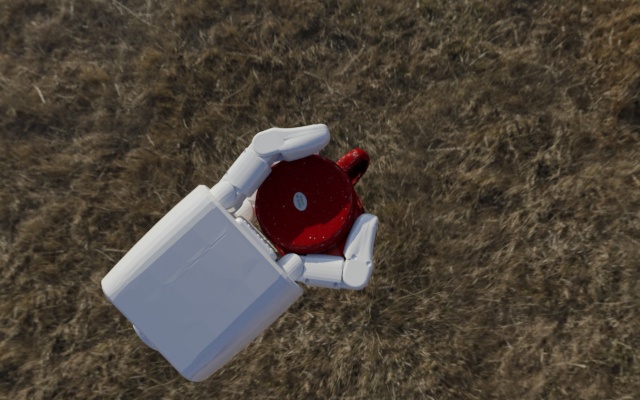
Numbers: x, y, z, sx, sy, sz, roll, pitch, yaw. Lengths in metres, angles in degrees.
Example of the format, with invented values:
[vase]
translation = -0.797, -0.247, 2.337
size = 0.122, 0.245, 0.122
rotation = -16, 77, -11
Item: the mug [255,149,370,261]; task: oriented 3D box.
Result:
[mug]
translation = 0.001, 0.000, 0.411
size = 0.093, 0.117, 0.081
rotation = 45, -5, 14
